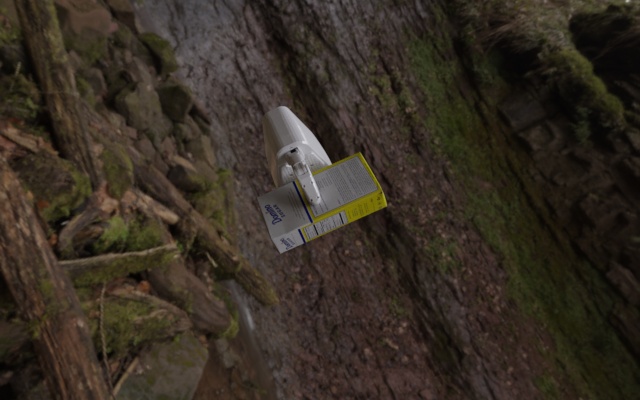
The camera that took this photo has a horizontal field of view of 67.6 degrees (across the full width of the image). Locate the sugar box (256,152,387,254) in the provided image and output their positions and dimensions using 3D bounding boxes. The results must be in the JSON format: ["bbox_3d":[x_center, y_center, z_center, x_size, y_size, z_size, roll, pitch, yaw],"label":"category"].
[{"bbox_3d":[0.000,0.003,0.717,0.176,0.093,0.048,-25,-41,0],"label":"sugar box"}]
